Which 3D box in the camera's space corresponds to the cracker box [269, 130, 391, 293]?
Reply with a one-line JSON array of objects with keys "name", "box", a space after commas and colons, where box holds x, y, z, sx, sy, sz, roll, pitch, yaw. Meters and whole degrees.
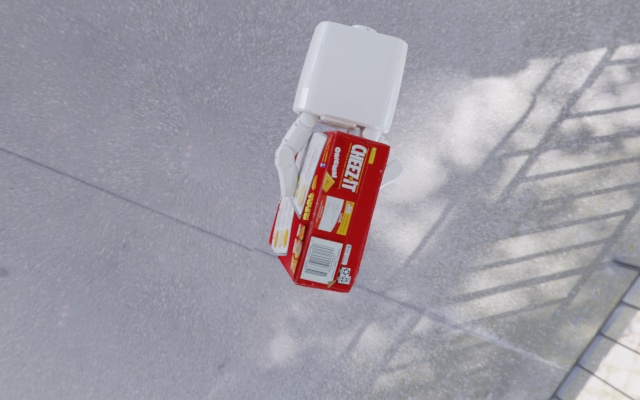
[{"name": "cracker box", "box": [0.000, 0.002, 0.586, 0.072, 0.164, 0.213, 14, 4, -14]}]
